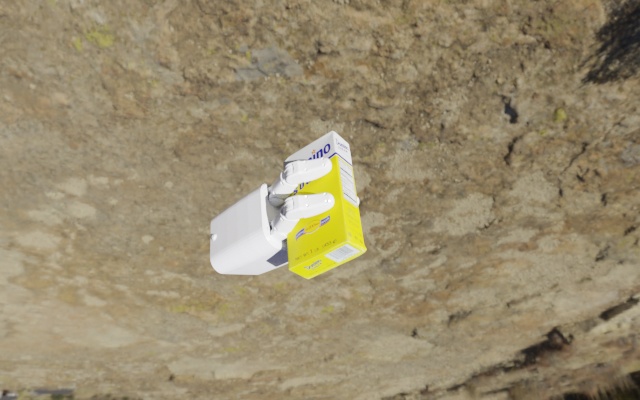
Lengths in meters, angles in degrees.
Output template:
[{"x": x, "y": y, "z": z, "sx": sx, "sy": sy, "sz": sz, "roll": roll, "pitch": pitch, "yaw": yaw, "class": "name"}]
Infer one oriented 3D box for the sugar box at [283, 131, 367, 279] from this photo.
[{"x": 0.000, "y": 0.002, "z": 0.617, "sx": 0.093, "sy": 0.176, "sz": 0.048, "roll": -29, "pitch": -39, "yaw": 27, "class": "sugar box"}]
